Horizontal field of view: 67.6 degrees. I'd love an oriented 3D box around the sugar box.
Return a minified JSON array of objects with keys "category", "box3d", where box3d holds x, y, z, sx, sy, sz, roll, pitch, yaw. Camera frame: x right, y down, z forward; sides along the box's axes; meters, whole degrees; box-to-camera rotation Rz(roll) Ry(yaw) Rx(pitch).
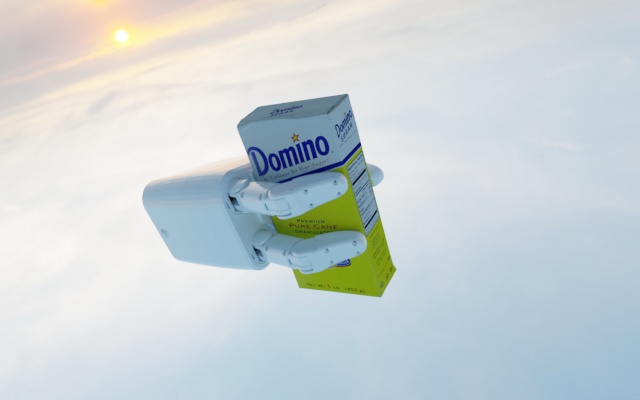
[{"category":"sugar box","box3d":[0.000,0.002,0.417,0.093,0.176,0.048,-1,33,32]}]
